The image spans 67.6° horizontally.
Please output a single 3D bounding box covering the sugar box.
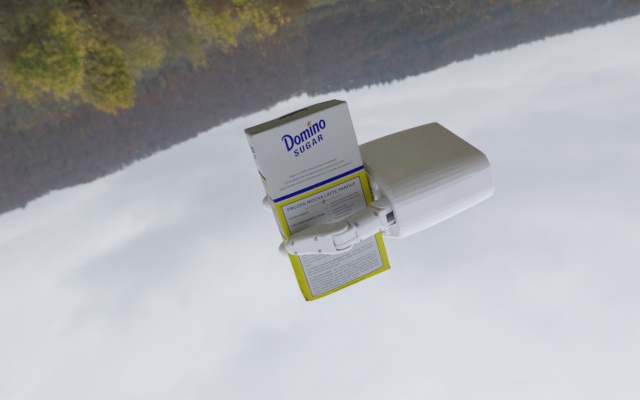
[{"bbox_3d":[0.000,0.001,0.457,0.093,0.176,0.048,-21,19,-12],"label":"sugar box"}]
